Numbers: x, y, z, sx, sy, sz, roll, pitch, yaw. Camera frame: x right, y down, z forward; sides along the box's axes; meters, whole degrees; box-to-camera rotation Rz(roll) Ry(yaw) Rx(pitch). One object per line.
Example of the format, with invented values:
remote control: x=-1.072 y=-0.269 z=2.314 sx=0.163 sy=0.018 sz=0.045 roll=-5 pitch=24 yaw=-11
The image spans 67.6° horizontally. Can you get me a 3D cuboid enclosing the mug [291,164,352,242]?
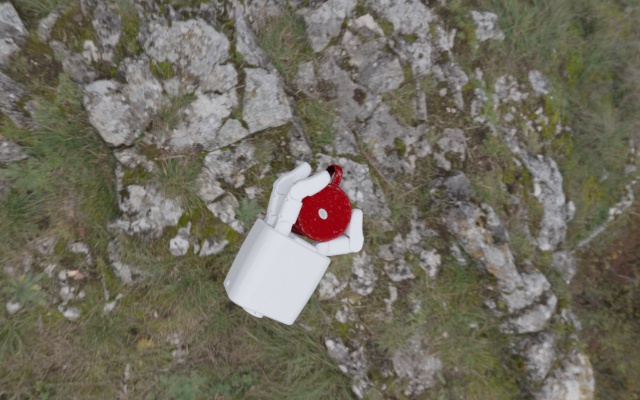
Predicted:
mug: x=0.001 y=0.001 z=0.683 sx=0.093 sy=0.117 sz=0.081 roll=30 pitch=-3 yaw=-19
